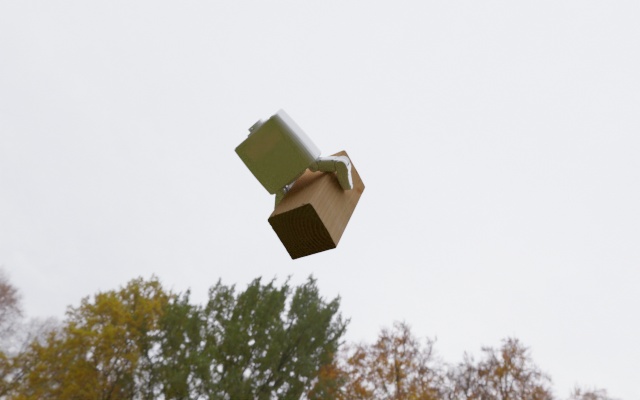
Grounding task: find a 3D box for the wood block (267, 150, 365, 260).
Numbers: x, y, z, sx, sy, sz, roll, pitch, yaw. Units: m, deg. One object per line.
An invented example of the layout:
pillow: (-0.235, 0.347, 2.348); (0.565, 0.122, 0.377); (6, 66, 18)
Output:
wood block: (0.000, 0.002, 0.845); (0.091, 0.090, 0.206); (-19, 21, 29)
